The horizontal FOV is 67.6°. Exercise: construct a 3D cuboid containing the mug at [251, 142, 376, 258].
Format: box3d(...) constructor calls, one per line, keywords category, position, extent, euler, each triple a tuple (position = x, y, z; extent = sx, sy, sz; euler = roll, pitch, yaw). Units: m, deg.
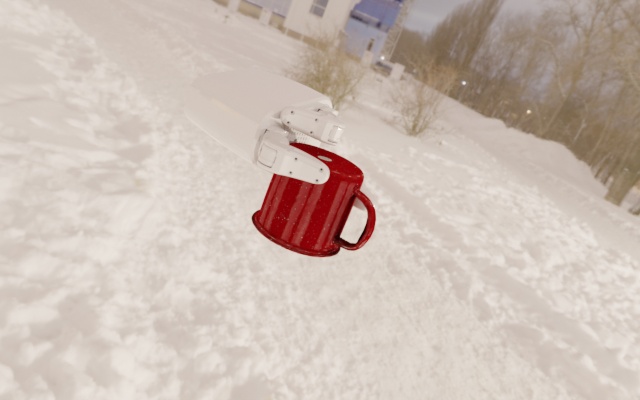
box3d(category="mug", position=(0.001, 0.002, 0.452), extent=(0.117, 0.081, 0.093), euler=(31, 20, 25))
